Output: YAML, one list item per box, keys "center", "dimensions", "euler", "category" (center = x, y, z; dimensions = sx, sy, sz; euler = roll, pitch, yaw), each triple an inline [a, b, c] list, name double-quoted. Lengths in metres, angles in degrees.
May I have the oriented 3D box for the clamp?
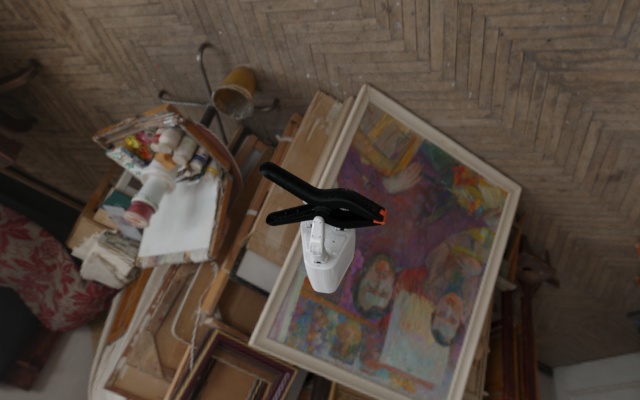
- center: [0.001, 0.003, 0.763]
  dimensions: [0.210, 0.036, 0.165]
  euler: [7, -33, 10]
  category: "clamp"
